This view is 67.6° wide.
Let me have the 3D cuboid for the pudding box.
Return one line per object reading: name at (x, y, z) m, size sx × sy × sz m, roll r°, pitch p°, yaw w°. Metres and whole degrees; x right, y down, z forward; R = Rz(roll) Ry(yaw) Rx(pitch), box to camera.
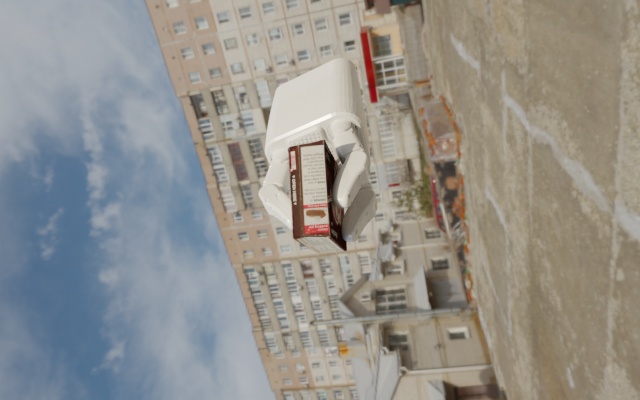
pudding box at (0.000, 0.002, 0.471) m, size 0.039 × 0.090 × 0.113 m, roll -7°, pitch -13°, yaw 11°
